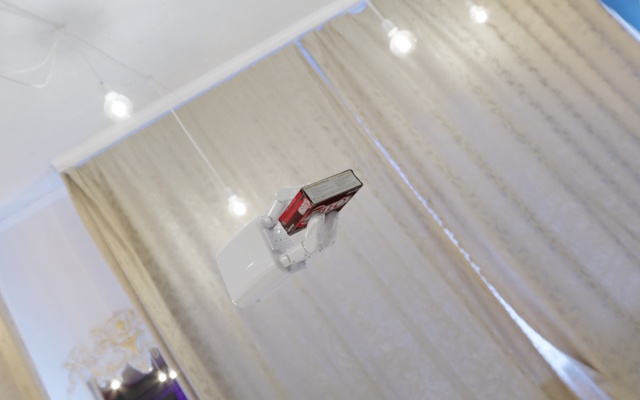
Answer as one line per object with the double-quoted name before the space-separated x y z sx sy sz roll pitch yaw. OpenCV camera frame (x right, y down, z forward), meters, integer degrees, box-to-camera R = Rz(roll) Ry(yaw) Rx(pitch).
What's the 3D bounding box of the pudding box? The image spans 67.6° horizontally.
"pudding box" 0.000 0.002 0.735 0.113 0.039 0.090 -25 -16 -41
